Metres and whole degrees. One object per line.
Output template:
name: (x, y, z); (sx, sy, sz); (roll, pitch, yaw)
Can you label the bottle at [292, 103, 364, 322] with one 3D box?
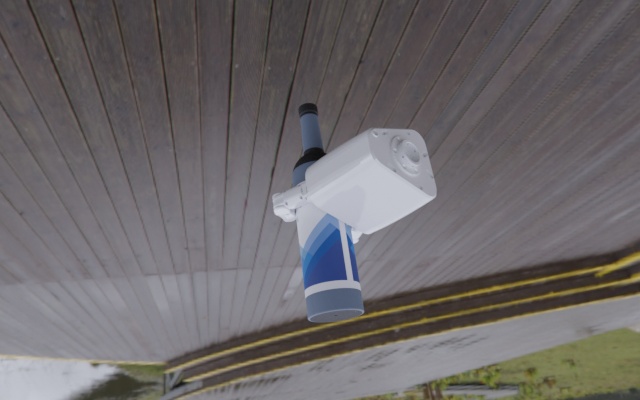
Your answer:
bottle: (0.000, 0.002, 0.616); (0.069, 0.295, 0.069); (-6, -24, -3)
